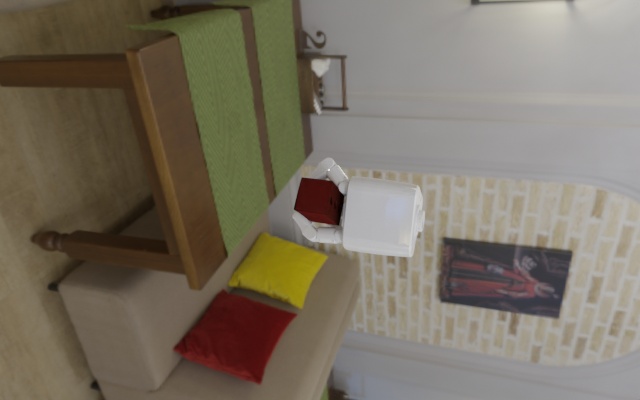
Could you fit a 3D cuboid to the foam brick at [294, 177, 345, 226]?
[{"bbox_3d":[0.000,0.002,0.731,0.051,0.053,0.078,8,-12,19],"label":"foam brick"}]
